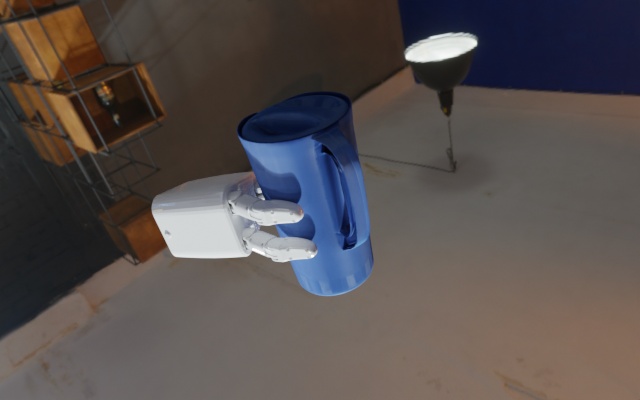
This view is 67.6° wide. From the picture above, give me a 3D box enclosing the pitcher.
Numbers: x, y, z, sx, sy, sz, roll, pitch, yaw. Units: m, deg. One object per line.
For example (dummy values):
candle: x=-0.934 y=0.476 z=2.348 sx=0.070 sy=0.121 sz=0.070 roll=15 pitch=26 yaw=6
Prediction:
pitcher: x=0.000 y=0.002 z=0.587 sx=0.145 sy=0.243 sz=0.149 roll=-5 pitch=32 yaw=16
